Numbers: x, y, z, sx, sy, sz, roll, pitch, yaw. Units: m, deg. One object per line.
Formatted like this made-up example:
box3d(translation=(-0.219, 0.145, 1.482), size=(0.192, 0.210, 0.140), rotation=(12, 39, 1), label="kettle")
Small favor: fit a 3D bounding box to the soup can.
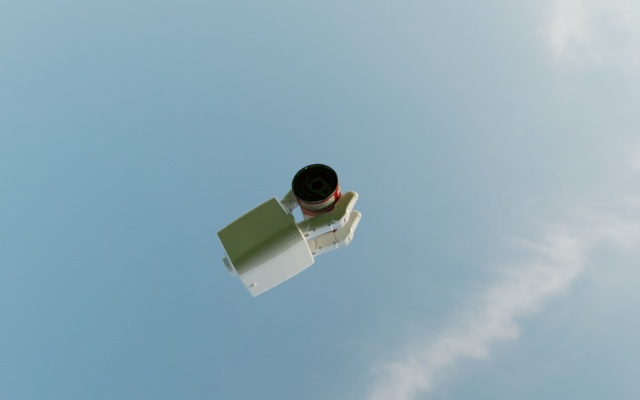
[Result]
box3d(translation=(0.001, 0.002, 0.719), size=(0.068, 0.068, 0.102), rotation=(0, -34, 11), label="soup can")
